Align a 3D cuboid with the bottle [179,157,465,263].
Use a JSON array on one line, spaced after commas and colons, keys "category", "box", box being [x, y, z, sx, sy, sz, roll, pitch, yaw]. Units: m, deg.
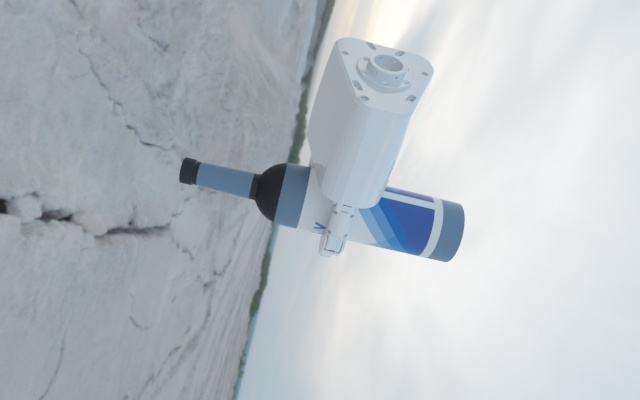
[{"category": "bottle", "box": [0.000, 0.002, 0.507, 0.296, 0.069, 0.069, 13, -1, -5]}]
